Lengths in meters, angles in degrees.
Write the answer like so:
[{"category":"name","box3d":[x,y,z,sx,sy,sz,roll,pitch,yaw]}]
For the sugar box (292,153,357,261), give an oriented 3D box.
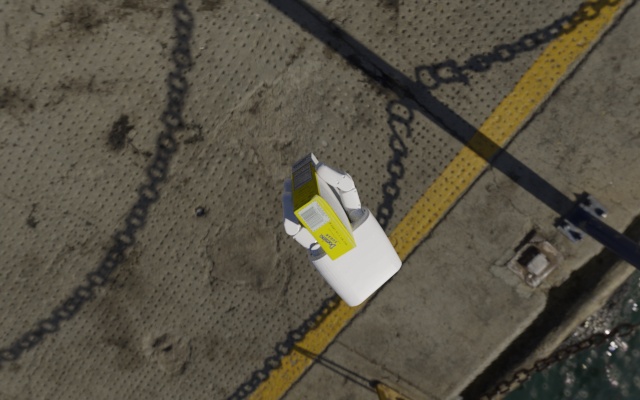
[{"category":"sugar box","box3d":[0.000,0.003,0.689,0.048,0.093,0.176,-34,21,7]}]
